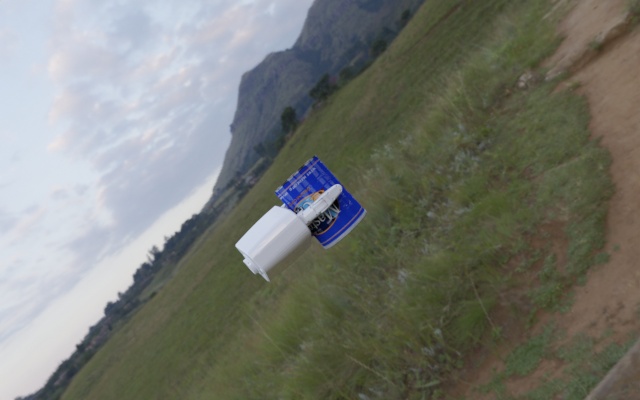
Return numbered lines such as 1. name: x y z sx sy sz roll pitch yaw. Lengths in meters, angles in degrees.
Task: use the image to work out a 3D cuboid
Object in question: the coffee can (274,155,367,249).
1. coffee can: 0.000 0.003 0.865 0.103 0.140 0.103 -42 3 3
